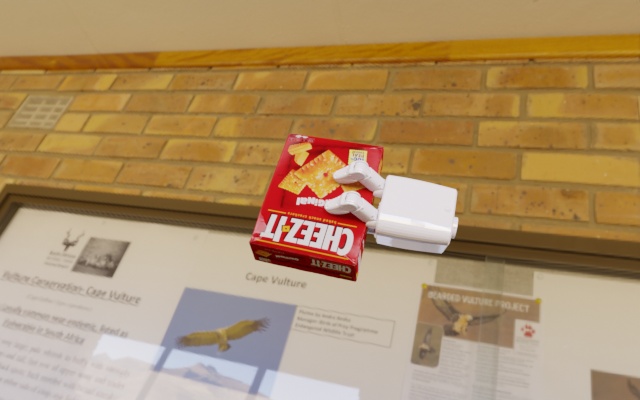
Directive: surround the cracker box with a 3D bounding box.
[{"bbox_3d":[0.000,0.002,0.752,0.164,0.213,0.072,10,-30,11],"label":"cracker box"}]
